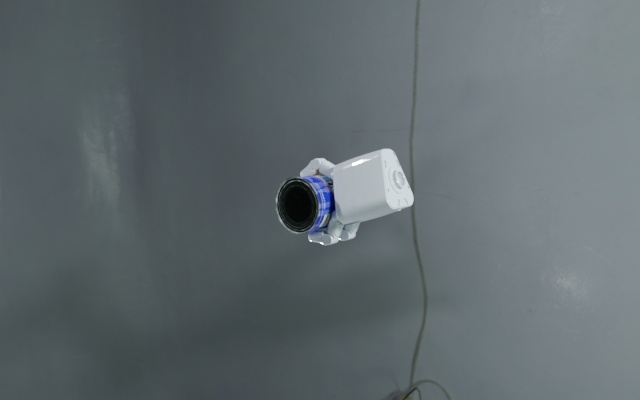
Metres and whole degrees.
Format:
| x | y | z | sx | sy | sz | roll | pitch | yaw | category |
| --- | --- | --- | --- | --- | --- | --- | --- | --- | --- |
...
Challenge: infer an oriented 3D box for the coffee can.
| x | y | z | sx | sy | sz | roll | pitch | yaw | category |
| --- | --- | --- | --- | --- | --- | --- | --- | --- | --- |
| 0.000 | 0.003 | 0.896 | 0.103 | 0.103 | 0.140 | 0 | 5 | 38 | coffee can |
